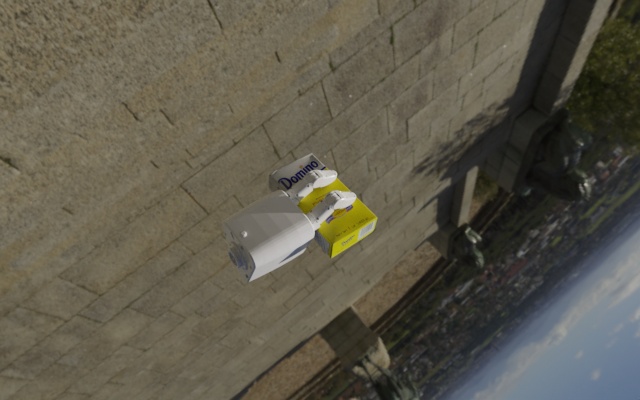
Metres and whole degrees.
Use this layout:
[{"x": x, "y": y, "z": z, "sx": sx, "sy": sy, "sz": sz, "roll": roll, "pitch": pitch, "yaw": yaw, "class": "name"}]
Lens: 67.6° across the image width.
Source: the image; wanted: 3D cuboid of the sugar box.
[{"x": 0.000, "y": 0.002, "z": 0.781, "sx": 0.093, "sy": 0.176, "sz": 0.048, "roll": -29, "pitch": -30, "yaw": -26, "class": "sugar box"}]
